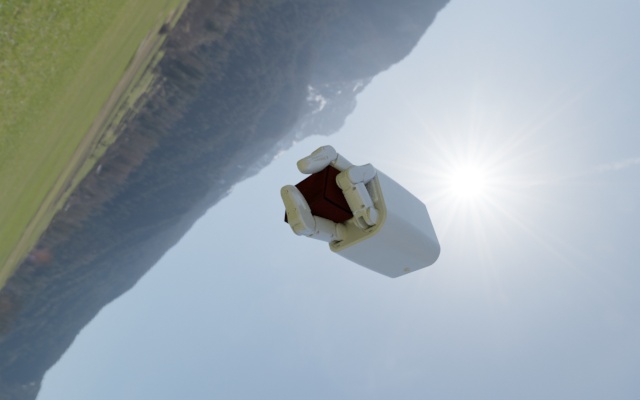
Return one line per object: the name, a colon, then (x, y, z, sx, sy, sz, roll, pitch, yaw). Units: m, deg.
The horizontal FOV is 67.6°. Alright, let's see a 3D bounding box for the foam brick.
foam brick: (0.000, 0.002, 0.585, 0.051, 0.053, 0.078, 30, -40, -30)
